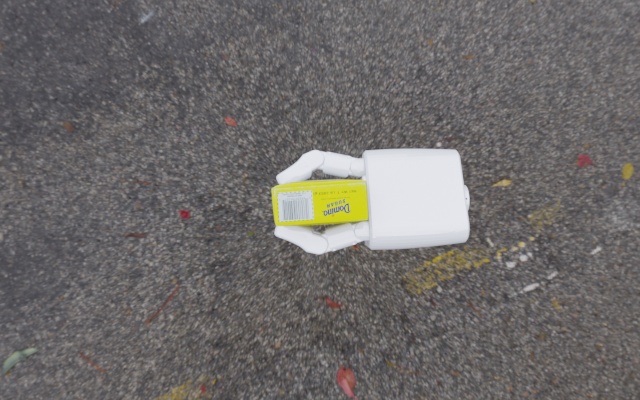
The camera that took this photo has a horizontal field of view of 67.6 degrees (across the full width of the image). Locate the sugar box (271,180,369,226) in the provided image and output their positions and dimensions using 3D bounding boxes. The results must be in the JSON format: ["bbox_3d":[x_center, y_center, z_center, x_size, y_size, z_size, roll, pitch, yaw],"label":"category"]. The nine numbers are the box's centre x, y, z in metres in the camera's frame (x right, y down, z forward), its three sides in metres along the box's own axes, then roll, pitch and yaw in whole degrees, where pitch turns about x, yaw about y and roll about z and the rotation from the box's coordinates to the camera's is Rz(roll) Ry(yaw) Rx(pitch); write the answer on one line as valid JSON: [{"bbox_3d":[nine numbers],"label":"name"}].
[{"bbox_3d":[0.000,0.002,0.543,0.093,0.048,0.176,-3,-2,1],"label":"sugar box"}]
